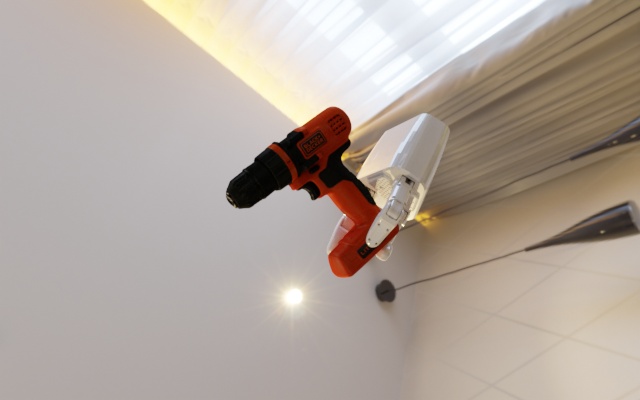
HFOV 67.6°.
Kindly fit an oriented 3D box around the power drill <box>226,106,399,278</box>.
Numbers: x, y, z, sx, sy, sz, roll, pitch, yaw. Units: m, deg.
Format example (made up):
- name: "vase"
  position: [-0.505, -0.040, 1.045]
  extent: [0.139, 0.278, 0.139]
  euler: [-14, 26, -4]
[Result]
- name: "power drill"
  position: [0.001, 0.002, 0.593]
  extent: [0.184, 0.188, 0.057]
  euler: [-39, 16, -18]
